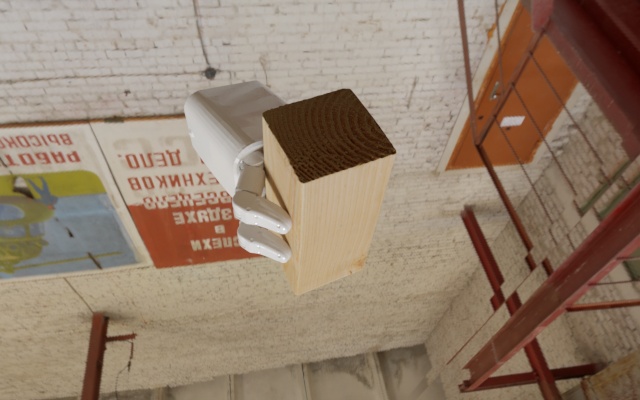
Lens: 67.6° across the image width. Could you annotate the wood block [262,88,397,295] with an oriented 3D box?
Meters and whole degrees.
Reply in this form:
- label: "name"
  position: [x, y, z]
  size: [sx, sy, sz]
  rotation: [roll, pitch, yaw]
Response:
- label: "wood block"
  position: [0.000, 0.001, 0.488]
  size: [0.091, 0.090, 0.206]
  rotation: [-20, -32, -17]
